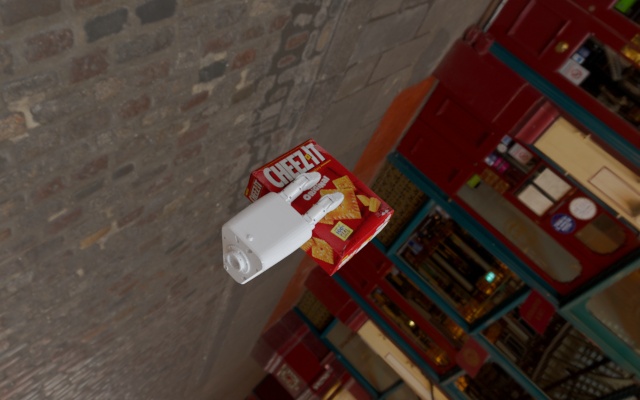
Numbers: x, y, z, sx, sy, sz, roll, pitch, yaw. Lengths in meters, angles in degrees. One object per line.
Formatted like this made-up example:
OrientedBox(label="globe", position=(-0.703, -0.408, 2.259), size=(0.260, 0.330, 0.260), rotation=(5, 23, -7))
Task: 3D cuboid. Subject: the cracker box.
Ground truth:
OrientedBox(label="cracker box", position=(0.000, 0.003, 0.846), size=(0.164, 0.213, 0.072), rotation=(-36, -18, -40))
